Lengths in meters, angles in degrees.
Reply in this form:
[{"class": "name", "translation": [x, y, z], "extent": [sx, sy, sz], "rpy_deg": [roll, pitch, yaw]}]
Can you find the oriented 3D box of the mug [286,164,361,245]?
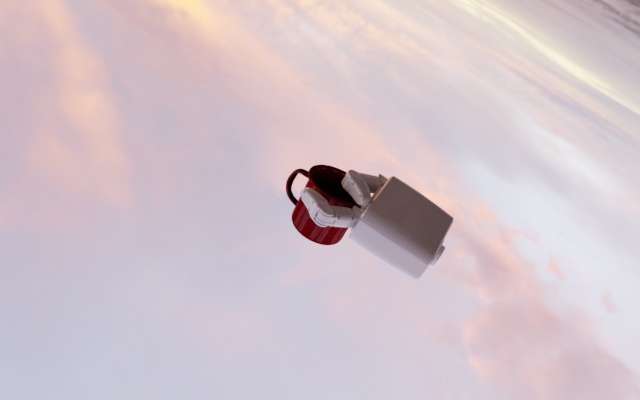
[{"class": "mug", "translation": [-0.001, 0.002, 0.675], "extent": [0.117, 0.081, 0.093], "rpy_deg": [33, 29, 10]}]
